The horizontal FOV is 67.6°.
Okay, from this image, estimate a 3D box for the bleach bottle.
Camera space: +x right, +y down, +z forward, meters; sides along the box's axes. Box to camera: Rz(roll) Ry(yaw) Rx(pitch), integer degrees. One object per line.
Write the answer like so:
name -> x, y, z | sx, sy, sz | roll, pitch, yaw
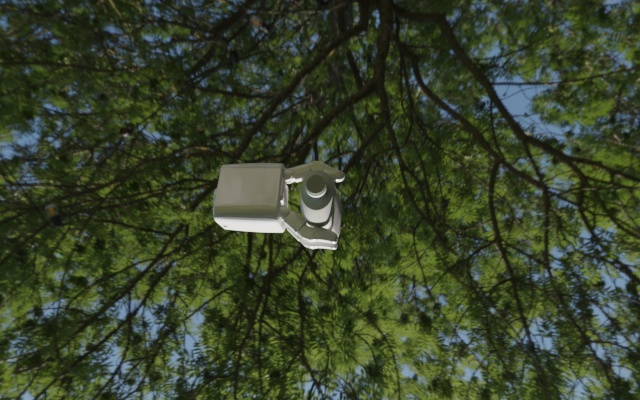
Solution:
bleach bottle -> 0.000, 0.003, 0.800 | 0.068, 0.102, 0.251 | 2, -16, 4
